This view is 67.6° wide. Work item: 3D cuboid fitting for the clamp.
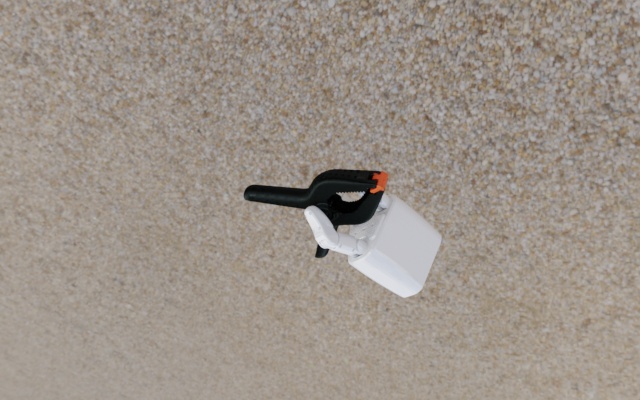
[{"bbox_3d":[0.000,0.003,0.652,0.164,0.036,0.210,36,-41,-19],"label":"clamp"}]
